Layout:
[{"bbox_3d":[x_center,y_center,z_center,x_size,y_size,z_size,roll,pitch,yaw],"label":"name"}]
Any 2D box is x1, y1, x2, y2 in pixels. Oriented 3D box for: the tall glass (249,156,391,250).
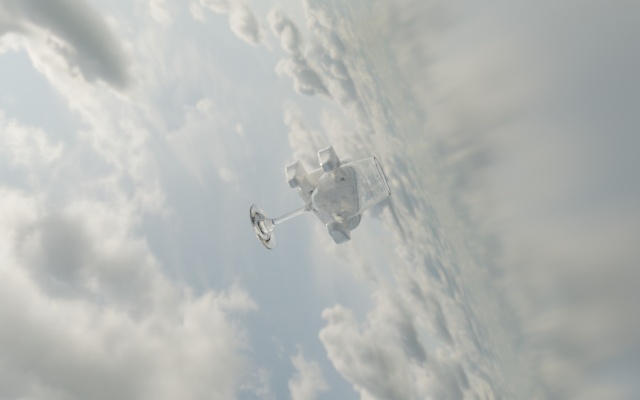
[{"bbox_3d":[-0.001,0.003,0.708,0.201,0.079,0.079,-23,-6,13],"label":"tall glass"}]
